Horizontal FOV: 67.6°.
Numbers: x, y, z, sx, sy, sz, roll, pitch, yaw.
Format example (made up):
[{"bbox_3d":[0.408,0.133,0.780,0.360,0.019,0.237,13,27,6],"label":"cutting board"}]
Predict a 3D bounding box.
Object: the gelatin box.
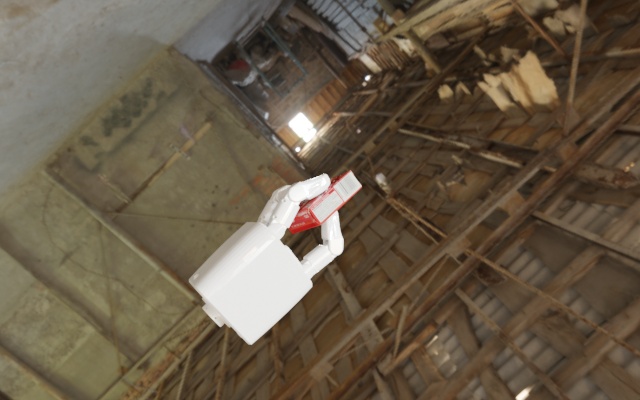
[{"bbox_3d":[0.001,0.002,0.623,0.089,0.030,0.073,-41,12,-31],"label":"gelatin box"}]
